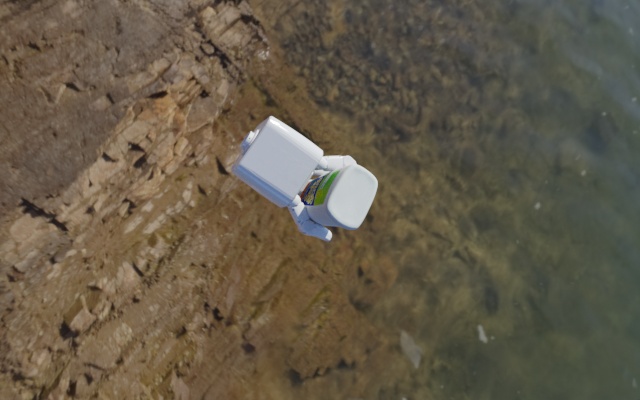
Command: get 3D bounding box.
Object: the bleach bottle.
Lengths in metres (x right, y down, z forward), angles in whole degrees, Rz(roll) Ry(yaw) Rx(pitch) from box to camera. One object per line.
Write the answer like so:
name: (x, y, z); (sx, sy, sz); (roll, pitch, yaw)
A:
bleach bottle: (0.000, 0.003, 0.835); (0.068, 0.102, 0.251); (34, -18, -18)
